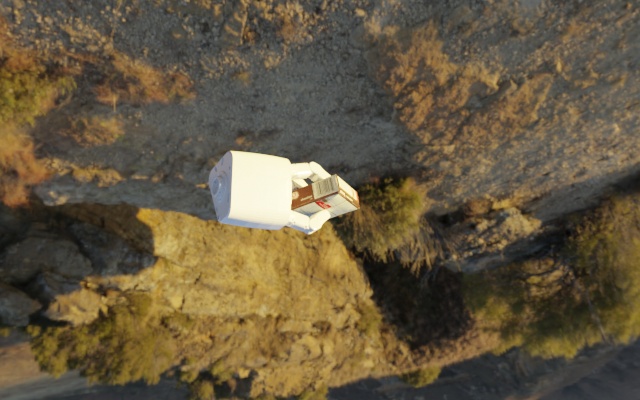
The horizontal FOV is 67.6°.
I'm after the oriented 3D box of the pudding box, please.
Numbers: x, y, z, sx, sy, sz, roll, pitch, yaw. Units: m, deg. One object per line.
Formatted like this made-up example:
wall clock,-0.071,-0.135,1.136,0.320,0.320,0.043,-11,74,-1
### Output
pudding box,0.000,0.003,0.845,0.113,0.039,0.090,-19,-26,22
